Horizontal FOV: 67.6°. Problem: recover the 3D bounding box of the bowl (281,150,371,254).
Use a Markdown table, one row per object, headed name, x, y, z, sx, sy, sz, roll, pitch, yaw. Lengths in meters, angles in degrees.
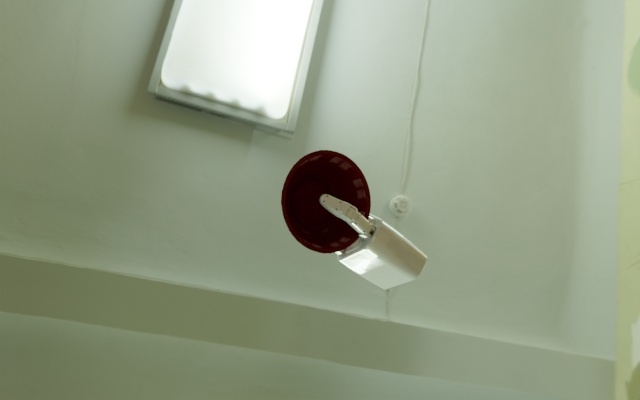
| name | x | y | z | sx | sy | sz | roll | pitch | yaw |
| --- | --- | --- | --- | --- | --- | --- | --- | --- | --- |
| bowl | -0.001 | 0.001 | 0.767 | 0.162 | 0.162 | 0.055 | 0 | -1 | -30 |
